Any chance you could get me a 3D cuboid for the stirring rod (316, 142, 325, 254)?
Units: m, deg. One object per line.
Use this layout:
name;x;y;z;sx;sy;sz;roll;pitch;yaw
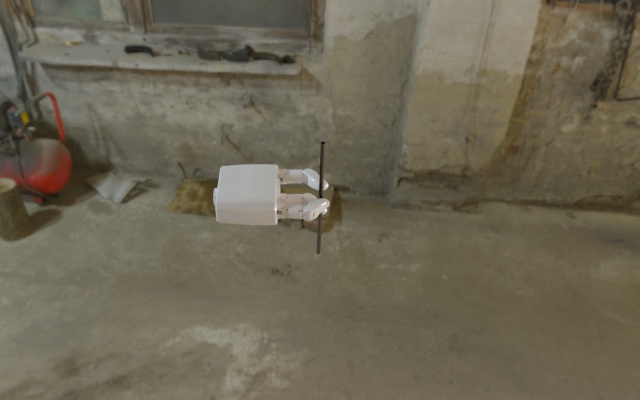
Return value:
stirring rod;0.000;0.003;0.870;0.011;0.240;0.011;2;34;-1
